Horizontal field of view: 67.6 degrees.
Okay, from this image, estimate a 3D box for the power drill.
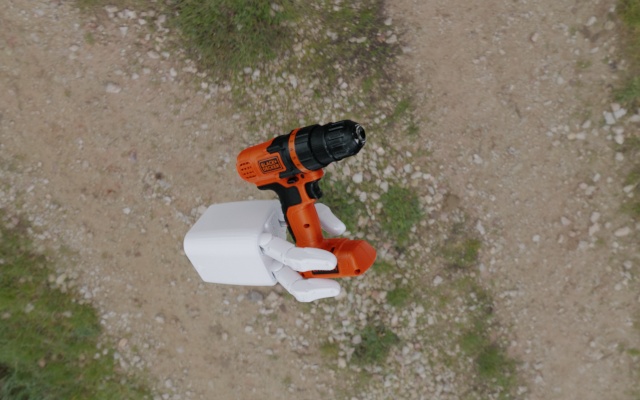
[{"bbox_3d":[0.000,0.002,0.578,0.184,0.188,0.057,-10,21,40],"label":"power drill"}]
